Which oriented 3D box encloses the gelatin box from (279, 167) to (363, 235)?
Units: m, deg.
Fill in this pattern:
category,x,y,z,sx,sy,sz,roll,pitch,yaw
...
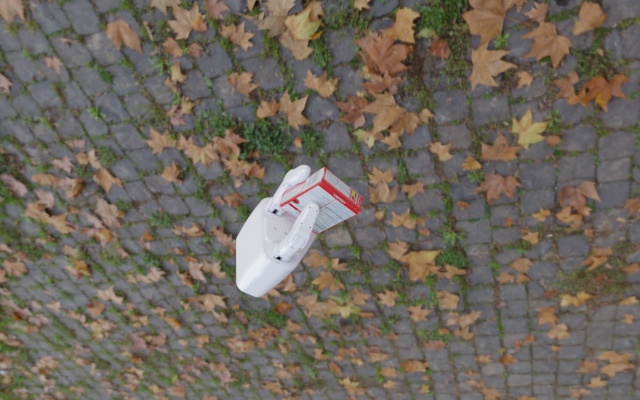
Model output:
category,x,y,z,sx,sy,sz,roll,pitch,yaw
gelatin box,0.000,0.002,0.639,0.073,0.030,0.089,37,-44,-25
